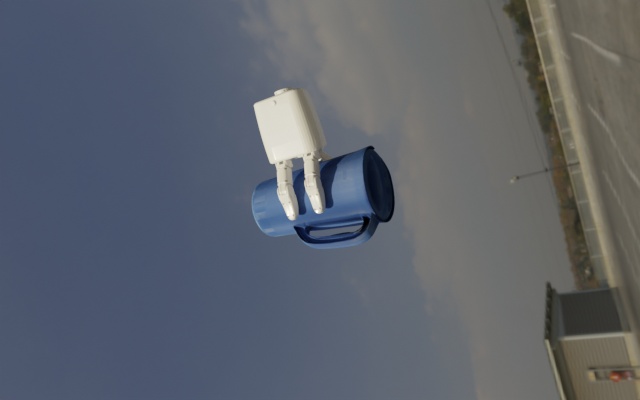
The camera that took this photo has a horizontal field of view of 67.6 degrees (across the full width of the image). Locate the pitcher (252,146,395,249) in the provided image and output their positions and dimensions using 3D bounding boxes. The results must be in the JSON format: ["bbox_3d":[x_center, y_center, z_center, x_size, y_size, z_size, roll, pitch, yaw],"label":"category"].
[{"bbox_3d":[0.000,0.003,0.852,0.243,0.145,0.149,-13,9,27],"label":"pitcher"}]
